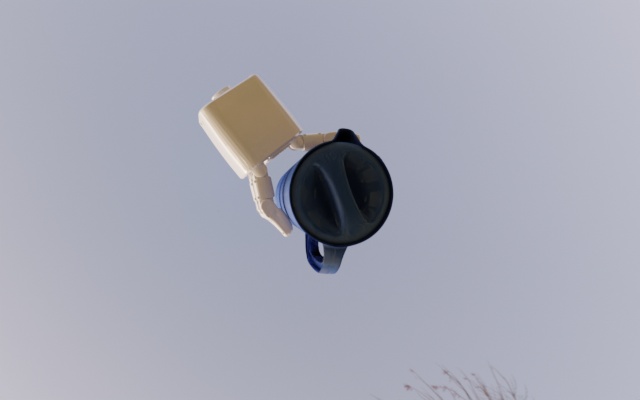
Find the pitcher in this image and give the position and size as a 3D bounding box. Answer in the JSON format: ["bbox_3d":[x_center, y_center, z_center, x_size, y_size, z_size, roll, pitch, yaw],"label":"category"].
[{"bbox_3d":[0.000,0.002,0.696,0.149,0.145,0.243,-41,8,-10],"label":"pitcher"}]
